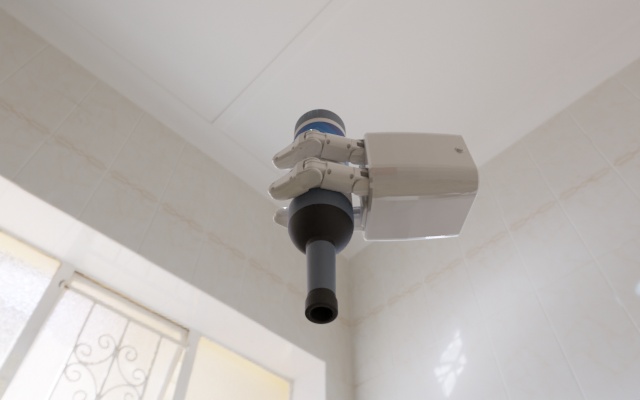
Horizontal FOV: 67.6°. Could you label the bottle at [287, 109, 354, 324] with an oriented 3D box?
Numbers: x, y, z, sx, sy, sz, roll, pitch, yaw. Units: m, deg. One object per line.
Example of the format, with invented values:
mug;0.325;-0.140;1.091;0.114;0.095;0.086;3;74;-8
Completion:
bottle;0.000;0.001;0.502;0.069;0.069;0.295;0;38;0
